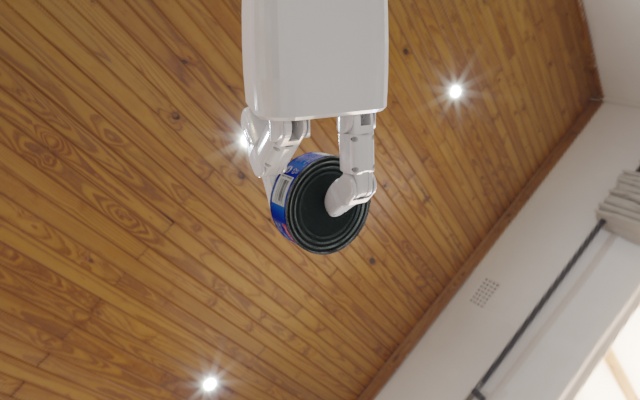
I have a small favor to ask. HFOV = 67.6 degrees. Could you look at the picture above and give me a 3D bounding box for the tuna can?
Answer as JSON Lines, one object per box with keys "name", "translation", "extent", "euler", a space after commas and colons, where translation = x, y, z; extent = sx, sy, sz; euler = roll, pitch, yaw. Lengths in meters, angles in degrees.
{"name": "tuna can", "translation": [0.000, 0.001, 0.415], "extent": [0.086, 0.086, 0.033], "euler": [0, 12, -34]}
